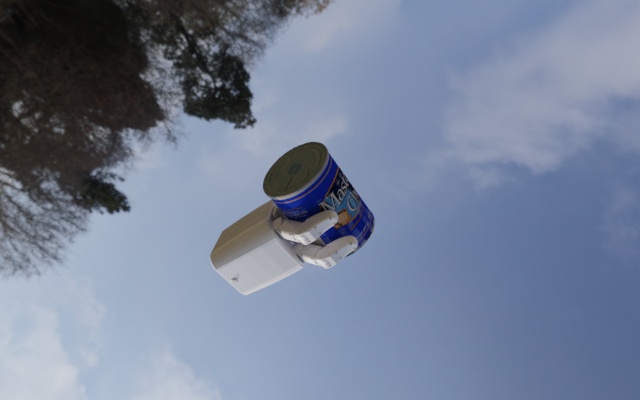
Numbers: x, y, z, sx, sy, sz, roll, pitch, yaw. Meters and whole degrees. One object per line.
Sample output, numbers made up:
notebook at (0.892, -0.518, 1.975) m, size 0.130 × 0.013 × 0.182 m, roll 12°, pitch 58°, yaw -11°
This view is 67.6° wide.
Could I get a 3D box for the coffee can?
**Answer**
coffee can at (0.000, 0.002, 0.676) m, size 0.103 × 0.102 × 0.140 m, roll 0°, pitch -41°, yaw 43°
